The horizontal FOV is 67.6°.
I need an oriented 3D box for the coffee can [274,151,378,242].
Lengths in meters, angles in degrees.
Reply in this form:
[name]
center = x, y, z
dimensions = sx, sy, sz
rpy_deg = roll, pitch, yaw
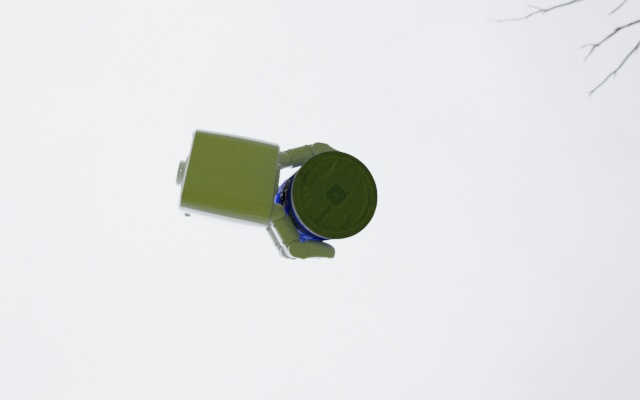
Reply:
[coffee can]
center = 0.000, 0.002, 0.610
dimensions = 0.103, 0.103, 0.140
rpy_deg = 0, -7, -15
